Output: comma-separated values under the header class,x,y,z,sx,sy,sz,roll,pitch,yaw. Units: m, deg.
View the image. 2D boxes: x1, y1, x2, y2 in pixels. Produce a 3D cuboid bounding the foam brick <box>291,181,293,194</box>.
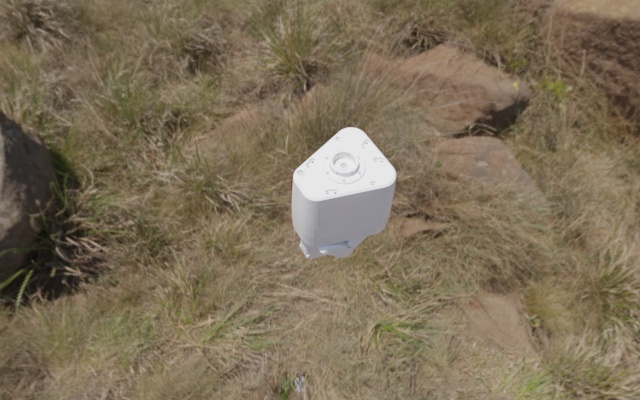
class,x,y,z,sx,sy,sz,roll,pitch,yaw
foam brick,0.000,0.002,0.663,0.053,0.078,0.051,-28,-27,-16
